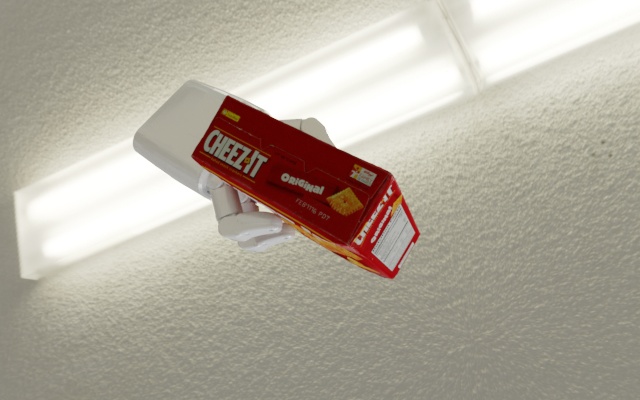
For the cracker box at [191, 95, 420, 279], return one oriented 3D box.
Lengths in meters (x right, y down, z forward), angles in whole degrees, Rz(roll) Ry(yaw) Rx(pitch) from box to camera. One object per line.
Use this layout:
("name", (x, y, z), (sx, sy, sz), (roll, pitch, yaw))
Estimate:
("cracker box", (0.000, 0.001, 0.466), (0.164, 0.072, 0.214), (28, -6, 22))
